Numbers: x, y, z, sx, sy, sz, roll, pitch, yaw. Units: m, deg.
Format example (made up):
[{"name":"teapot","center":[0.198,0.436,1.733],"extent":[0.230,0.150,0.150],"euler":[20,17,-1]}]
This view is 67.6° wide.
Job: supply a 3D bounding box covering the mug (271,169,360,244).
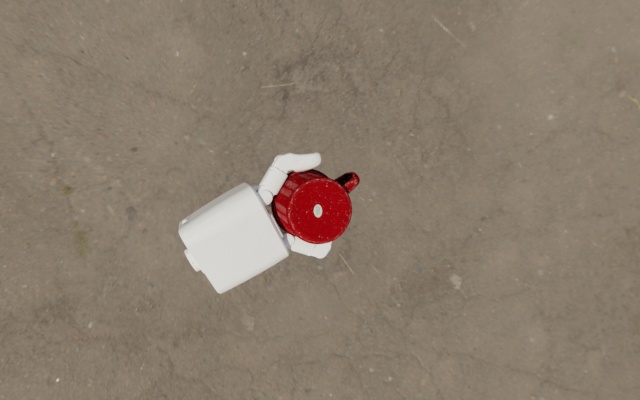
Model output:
[{"name":"mug","center":[0.001,0.001,0.600],"extent":[0.117,0.093,0.081],"euler":[-33,14,-9]}]
